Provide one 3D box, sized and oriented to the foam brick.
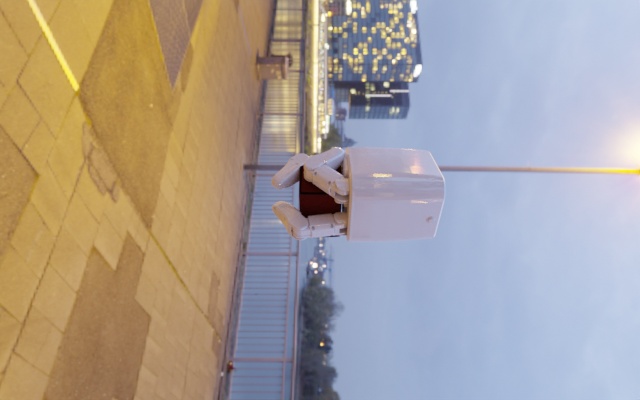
[{"bbox_3d":[0.000,0.002,0.593,0.051,0.078,0.053,0,45,-1],"label":"foam brick"}]
